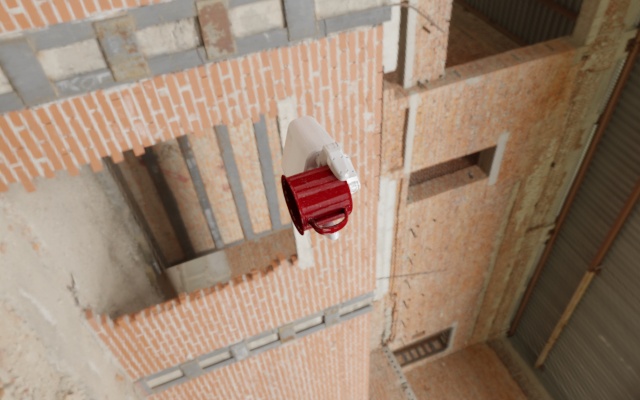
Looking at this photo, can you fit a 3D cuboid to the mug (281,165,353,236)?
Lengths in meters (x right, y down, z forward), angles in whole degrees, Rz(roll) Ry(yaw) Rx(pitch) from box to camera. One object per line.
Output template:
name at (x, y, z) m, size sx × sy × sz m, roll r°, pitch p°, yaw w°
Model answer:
mug at (0.001, 0.003, 0.688) m, size 0.081 × 0.093 × 0.117 m, roll -19°, pitch 45°, yaw -13°
